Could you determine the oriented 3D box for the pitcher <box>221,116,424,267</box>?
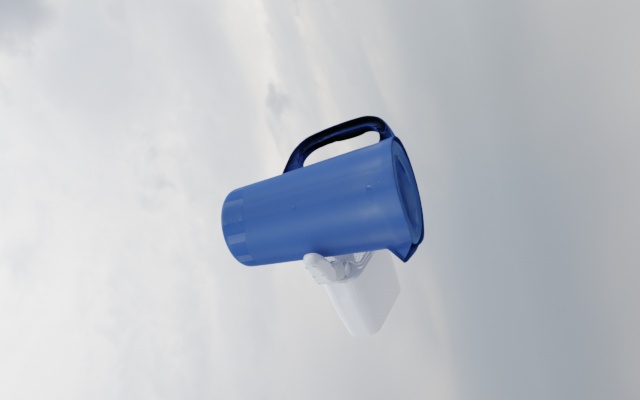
[{"bbox_3d":[0.000,0.002,0.608,0.243,0.145,0.149,-13,30,21],"label":"pitcher"}]
